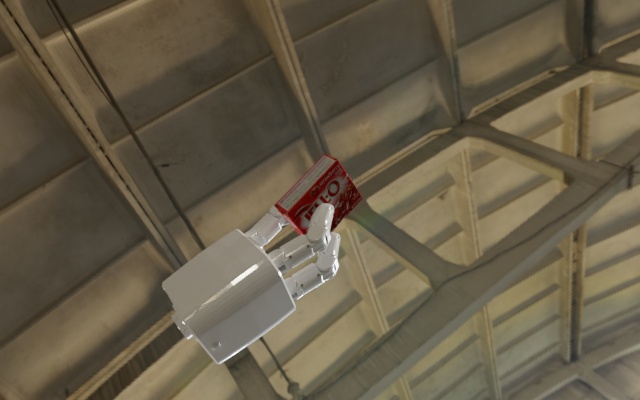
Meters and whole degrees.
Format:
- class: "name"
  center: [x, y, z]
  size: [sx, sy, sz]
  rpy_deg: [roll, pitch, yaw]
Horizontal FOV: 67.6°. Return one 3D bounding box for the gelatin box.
- class: "gelatin box"
  center: [0.000, 0.001, 0.567]
  size: [0.030, 0.089, 0.073]
  rpy_deg: [31, -16, 48]
